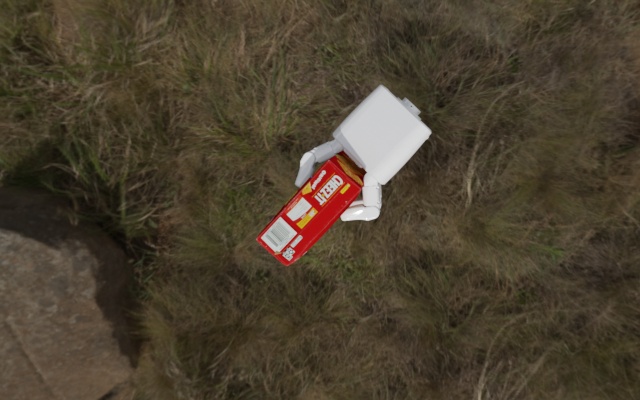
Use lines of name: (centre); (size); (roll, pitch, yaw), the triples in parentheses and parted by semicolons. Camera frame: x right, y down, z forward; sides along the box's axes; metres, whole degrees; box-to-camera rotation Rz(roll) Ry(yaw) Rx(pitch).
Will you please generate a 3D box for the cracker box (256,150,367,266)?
cracker box: (0.000, 0.002, 0.775); (0.072, 0.164, 0.213); (43, 14, 1)
